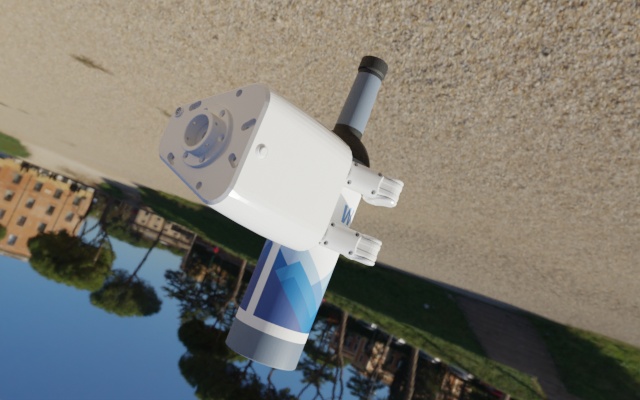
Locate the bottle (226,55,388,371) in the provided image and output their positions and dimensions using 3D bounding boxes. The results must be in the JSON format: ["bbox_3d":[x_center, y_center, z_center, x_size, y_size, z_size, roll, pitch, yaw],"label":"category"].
[{"bbox_3d":[0.000,0.002,0.443,0.069,0.295,0.069,21,-8,3],"label":"bottle"}]
